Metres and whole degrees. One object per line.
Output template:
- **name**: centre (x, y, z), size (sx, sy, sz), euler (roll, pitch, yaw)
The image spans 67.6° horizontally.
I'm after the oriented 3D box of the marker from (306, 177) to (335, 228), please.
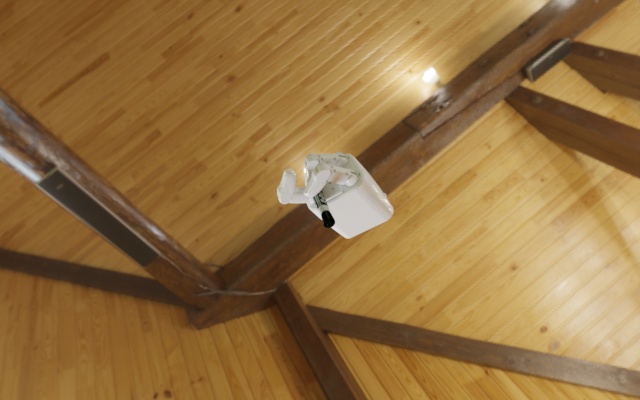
- **marker**: centre (0.000, 0.002, 0.758), size (0.020, 0.020, 0.121), euler (0, 35, -18)
